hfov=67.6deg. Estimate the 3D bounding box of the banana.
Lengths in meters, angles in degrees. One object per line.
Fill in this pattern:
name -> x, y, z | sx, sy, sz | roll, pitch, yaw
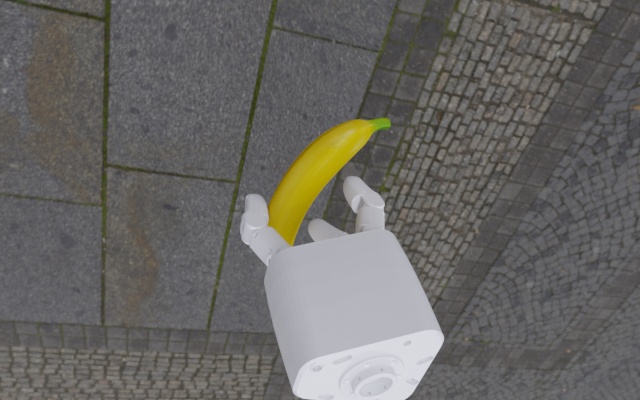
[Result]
banana -> -0.011, -0.007, 0.460 | 0.070, 0.198, 0.037 | 23, 26, -39
